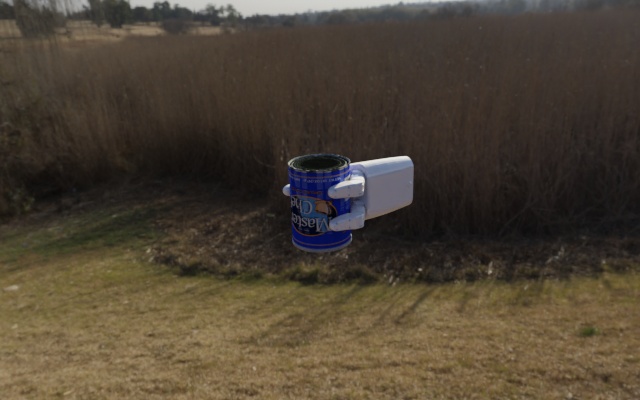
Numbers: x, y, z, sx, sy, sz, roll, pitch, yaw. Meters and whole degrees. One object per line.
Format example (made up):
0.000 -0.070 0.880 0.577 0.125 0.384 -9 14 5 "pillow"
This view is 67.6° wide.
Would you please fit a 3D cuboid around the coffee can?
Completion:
0.000 0.003 0.801 0.103 0.140 0.102 -2 20 1 "coffee can"
